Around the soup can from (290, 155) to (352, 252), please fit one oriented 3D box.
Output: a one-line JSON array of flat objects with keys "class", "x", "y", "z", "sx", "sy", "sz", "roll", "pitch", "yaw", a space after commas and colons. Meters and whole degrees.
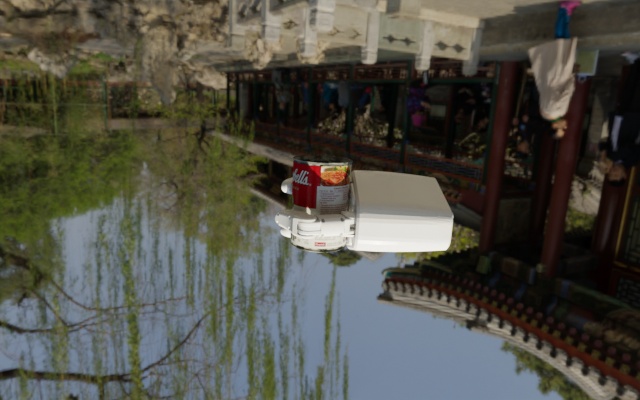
[{"class": "soup can", "x": 0.000, "y": 0.002, "z": 0.555, "sx": 0.068, "sy": 0.102, "sz": 0.068, "roll": 3, "pitch": 12, "yaw": -1}]
